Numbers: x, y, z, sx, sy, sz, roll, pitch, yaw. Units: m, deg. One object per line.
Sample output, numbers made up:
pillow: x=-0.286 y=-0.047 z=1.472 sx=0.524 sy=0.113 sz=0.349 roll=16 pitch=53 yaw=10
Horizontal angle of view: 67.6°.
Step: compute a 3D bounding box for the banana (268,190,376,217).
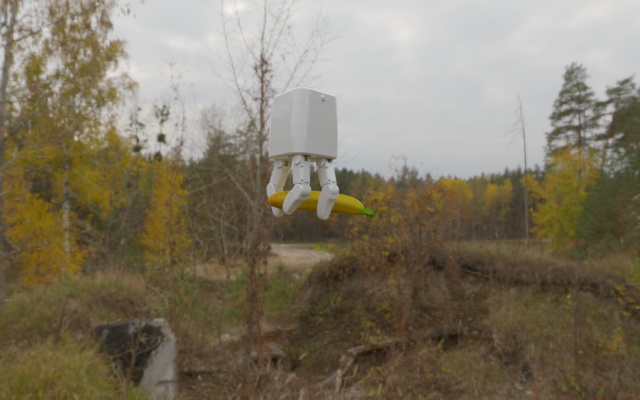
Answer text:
banana: x=-0.004 y=0.002 z=0.833 sx=0.198 sy=0.037 sz=0.069 roll=5 pitch=0 yaw=-23
